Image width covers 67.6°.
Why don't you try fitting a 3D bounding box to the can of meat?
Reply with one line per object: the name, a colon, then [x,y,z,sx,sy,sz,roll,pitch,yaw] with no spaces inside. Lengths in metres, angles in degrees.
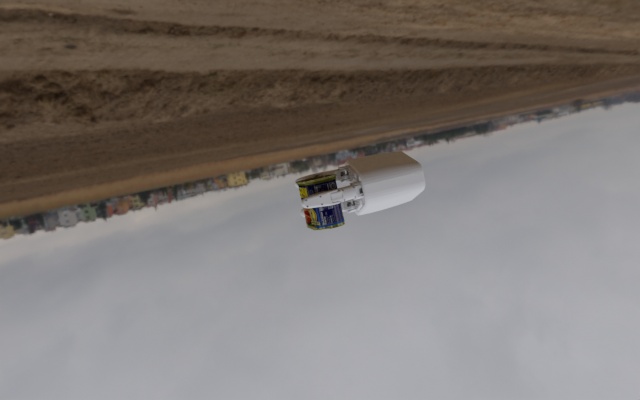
can of meat: [0.000,0.003,0.807,0.057,0.084,0.102,-14,5,-12]
